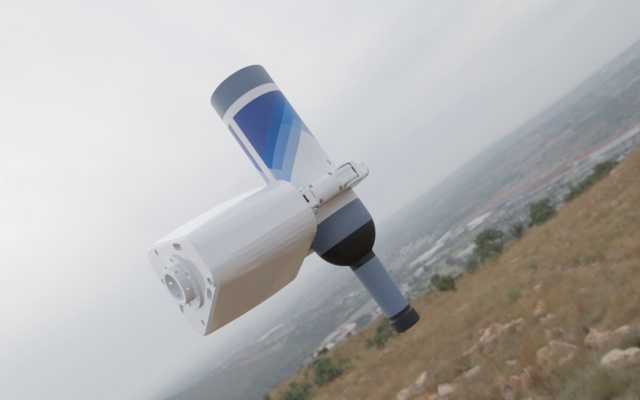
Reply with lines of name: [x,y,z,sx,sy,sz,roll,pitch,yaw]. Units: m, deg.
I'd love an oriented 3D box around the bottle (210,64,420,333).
bottle: [0.000,0.001,0.475,0.069,0.295,0.069,-35,-6,-4]
